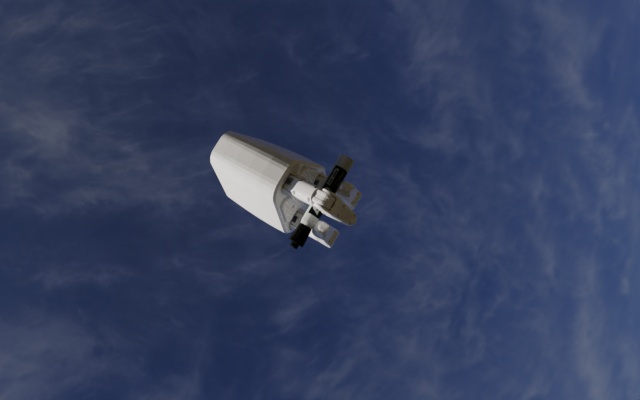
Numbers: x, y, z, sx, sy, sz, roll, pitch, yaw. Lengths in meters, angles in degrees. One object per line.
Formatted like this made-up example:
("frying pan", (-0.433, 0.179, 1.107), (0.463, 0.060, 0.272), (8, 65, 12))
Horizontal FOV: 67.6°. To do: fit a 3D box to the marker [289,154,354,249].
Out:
("marker", (0.000, 0.002, 0.547), (0.020, 0.121, 0.020), (31, -8, 5))
